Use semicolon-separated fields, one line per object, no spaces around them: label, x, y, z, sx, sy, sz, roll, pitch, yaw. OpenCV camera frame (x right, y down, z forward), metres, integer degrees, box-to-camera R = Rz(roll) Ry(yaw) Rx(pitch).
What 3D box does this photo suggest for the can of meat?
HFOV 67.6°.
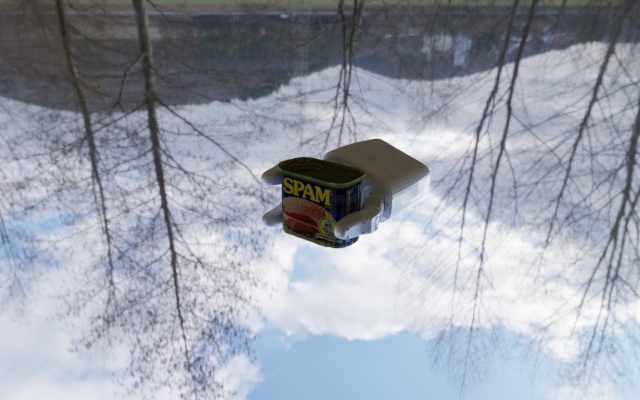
can of meat;0.000;0.002;0.562;0.102;0.084;0.057;17;28;34
